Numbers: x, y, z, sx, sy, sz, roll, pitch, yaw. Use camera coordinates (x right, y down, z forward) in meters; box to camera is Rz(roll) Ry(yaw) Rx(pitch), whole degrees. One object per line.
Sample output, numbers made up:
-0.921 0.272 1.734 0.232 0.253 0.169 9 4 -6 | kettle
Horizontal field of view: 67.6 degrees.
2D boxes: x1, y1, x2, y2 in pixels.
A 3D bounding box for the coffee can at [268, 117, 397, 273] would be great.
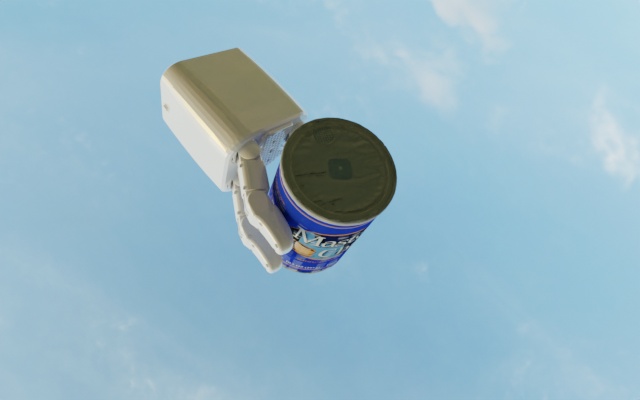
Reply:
0.000 0.002 0.463 0.103 0.102 0.140 0 -25 -16 | coffee can
